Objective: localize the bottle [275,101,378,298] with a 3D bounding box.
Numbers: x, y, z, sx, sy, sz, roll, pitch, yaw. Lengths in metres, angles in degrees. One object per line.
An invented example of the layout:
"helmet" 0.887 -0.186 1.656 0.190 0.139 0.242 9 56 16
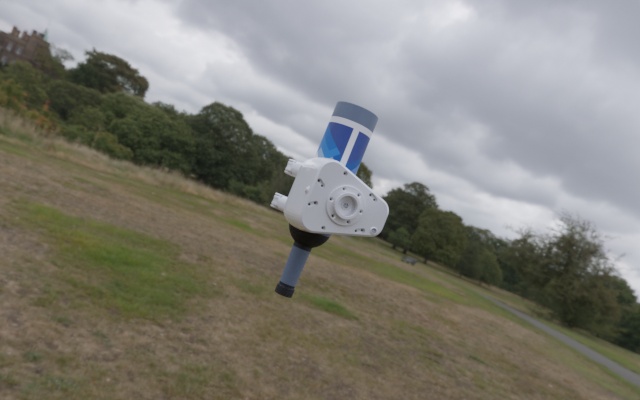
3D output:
"bottle" 0.000 0.002 0.708 0.069 0.295 0.069 22 -1 1
